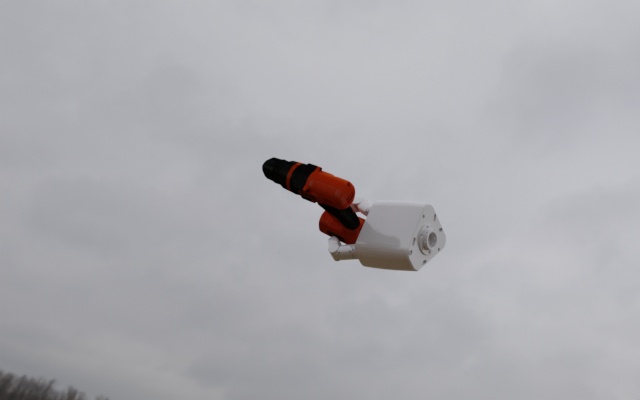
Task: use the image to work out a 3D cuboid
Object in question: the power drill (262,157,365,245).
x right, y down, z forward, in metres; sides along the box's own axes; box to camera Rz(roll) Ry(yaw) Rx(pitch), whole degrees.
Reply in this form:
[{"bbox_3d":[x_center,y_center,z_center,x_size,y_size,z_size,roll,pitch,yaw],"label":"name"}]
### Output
[{"bbox_3d":[0.001,0.003,0.828,0.184,0.057,0.188,23,-17,35],"label":"power drill"}]
